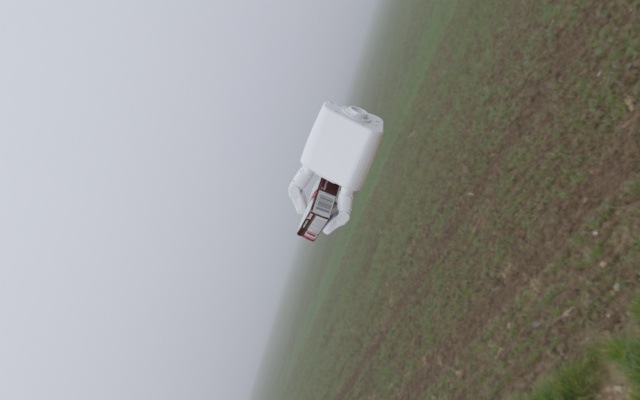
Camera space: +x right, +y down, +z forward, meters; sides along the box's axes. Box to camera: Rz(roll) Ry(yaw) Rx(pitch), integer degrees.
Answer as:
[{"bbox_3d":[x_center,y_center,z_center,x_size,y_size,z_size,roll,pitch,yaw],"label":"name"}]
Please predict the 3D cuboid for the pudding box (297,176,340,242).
[{"bbox_3d":[0.000,0.003,0.843,0.039,0.113,0.090,23,-36,-4],"label":"pudding box"}]
